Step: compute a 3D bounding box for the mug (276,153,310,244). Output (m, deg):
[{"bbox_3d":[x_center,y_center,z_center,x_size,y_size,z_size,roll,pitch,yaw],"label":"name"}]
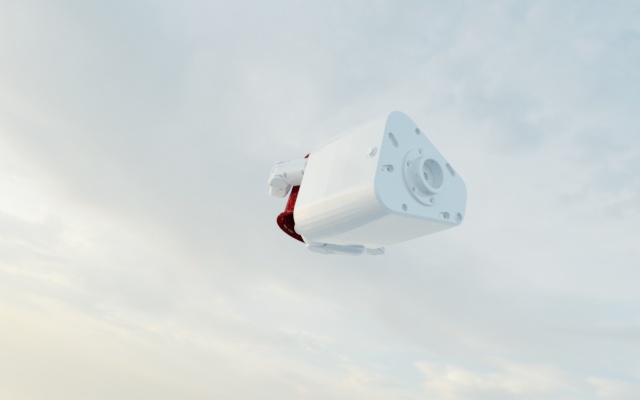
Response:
[{"bbox_3d":[-0.001,0.002,0.536,0.093,0.081,0.117,31,-29,-29],"label":"mug"}]
